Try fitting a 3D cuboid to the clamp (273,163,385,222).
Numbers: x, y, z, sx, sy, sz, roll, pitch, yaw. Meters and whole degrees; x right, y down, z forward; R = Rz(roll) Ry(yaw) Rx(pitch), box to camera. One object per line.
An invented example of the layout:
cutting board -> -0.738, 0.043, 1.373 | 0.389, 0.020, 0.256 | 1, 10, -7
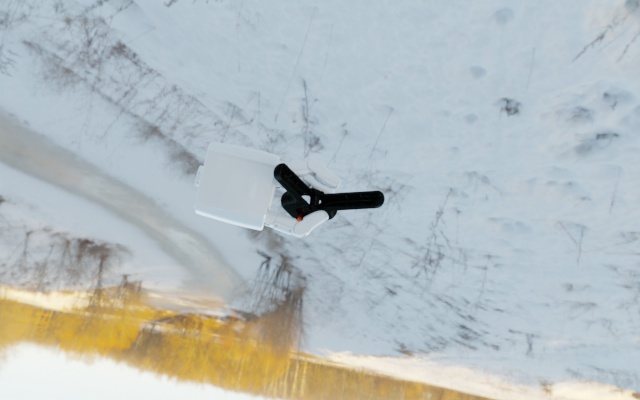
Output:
clamp -> 0.000, 0.003, 0.755 | 0.164, 0.036, 0.210 | 14, -18, -5
